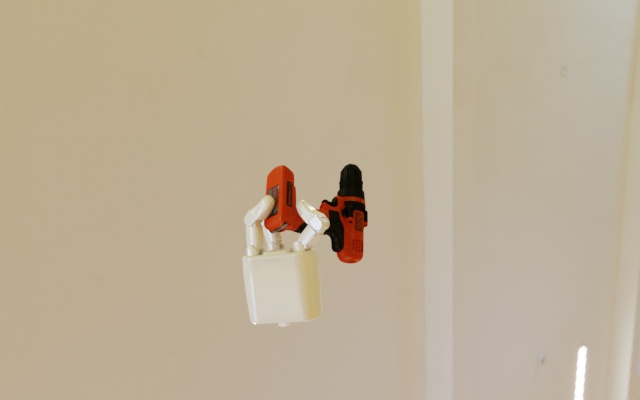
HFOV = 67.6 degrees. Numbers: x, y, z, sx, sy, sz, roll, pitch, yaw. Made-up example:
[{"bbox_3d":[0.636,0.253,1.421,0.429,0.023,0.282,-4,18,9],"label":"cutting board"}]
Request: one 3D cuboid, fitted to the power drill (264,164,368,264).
[{"bbox_3d":[0.000,0.003,0.805,0.188,0.184,0.057,17,-28,-32],"label":"power drill"}]
